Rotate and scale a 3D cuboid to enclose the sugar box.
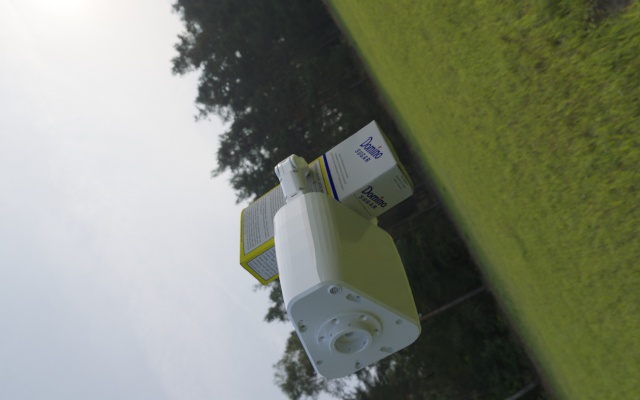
[{"bbox_3d":[0.000,0.002,0.476,0.176,0.048,0.093,-30,34,13],"label":"sugar box"}]
